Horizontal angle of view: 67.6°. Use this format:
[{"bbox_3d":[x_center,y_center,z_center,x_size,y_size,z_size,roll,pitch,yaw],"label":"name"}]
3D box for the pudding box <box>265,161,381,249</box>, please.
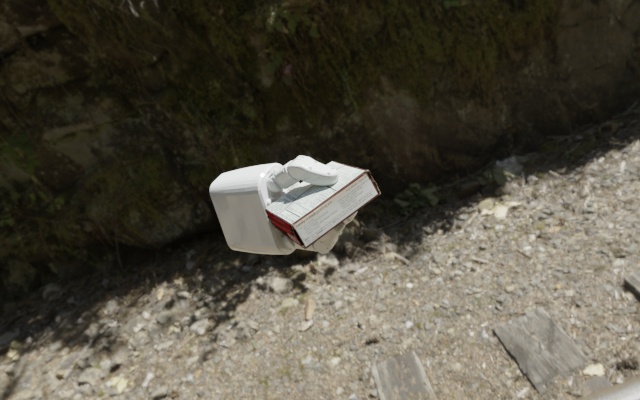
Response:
[{"bbox_3d":[0.000,0.002,0.563,0.113,0.039,0.090,-37,25,-14],"label":"pudding box"}]
